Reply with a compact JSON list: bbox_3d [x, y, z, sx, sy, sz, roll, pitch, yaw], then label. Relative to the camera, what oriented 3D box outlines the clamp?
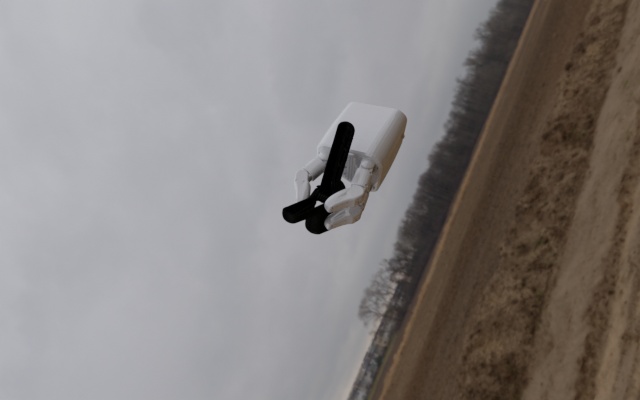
[{"bbox_3d":[0.000,0.002,0.708,0.036,0.164,0.210,28,-26,16],"label":"clamp"}]
